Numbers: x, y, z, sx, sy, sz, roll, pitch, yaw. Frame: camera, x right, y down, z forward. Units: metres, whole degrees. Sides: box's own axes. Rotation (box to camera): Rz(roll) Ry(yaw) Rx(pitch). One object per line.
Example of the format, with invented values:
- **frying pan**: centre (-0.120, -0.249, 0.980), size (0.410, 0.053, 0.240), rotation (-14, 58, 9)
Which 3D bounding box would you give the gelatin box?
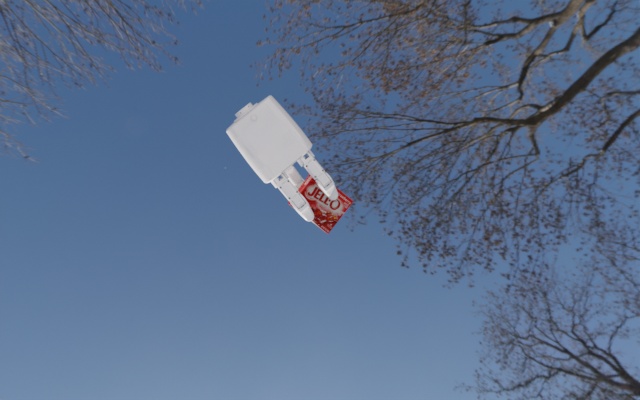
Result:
- **gelatin box**: centre (0.000, 0.003, 0.827), size (0.089, 0.073, 0.030), rotation (38, -2, -21)
